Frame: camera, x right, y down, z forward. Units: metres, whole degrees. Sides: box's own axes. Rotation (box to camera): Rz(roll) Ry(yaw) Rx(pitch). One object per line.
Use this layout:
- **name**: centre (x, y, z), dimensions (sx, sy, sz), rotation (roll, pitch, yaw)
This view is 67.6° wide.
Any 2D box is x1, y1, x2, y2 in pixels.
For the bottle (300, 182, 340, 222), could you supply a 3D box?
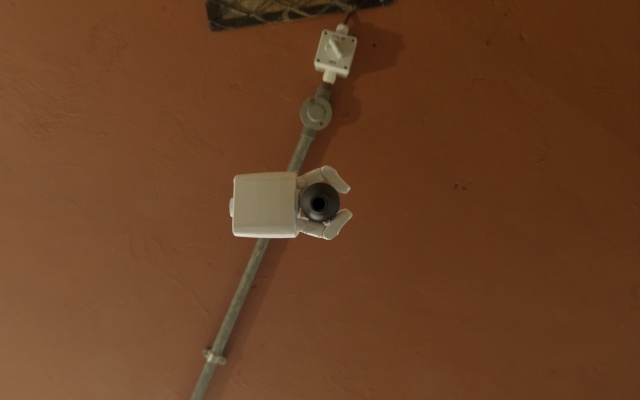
- **bottle**: centre (0.000, 0.003, 0.823), dimensions (0.069, 0.069, 0.295), rotation (0, 1, 1)
